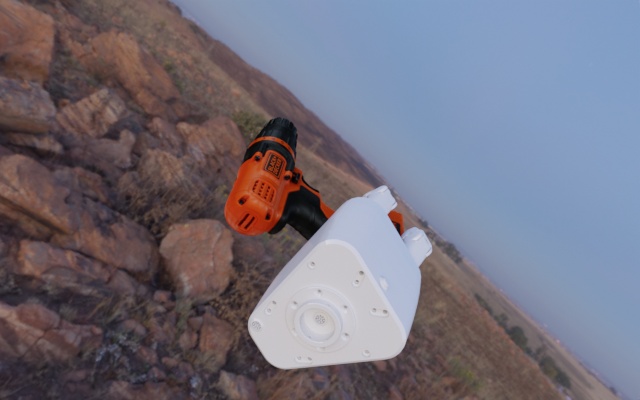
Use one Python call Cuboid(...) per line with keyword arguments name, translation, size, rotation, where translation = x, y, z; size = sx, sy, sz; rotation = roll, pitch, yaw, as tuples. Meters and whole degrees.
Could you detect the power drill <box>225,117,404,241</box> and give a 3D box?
Cuboid(name="power drill", translation=(0.000, 0.002, 0.504), size=(0.188, 0.057, 0.184), rotation=(31, 35, -14))
